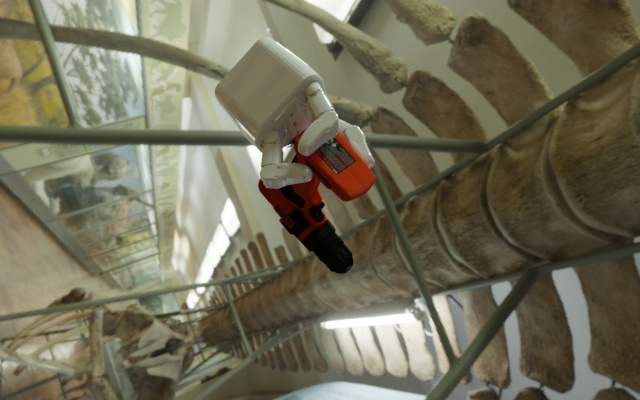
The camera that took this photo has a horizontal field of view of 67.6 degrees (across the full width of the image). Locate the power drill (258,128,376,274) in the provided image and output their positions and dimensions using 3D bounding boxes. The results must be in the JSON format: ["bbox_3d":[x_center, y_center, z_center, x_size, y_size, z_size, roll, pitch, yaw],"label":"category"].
[{"bbox_3d":[0.000,0.002,0.629,0.057,0.184,0.188,-38,-8,-32],"label":"power drill"}]
